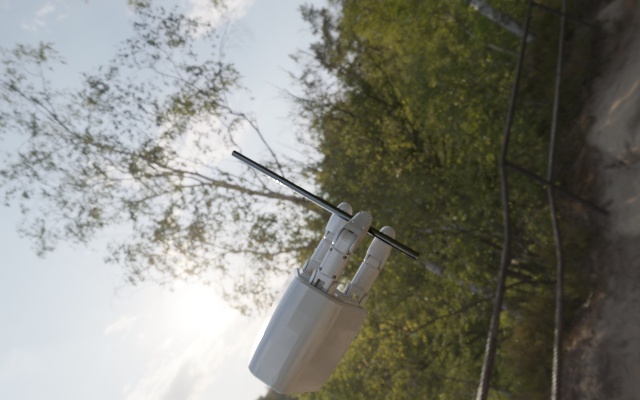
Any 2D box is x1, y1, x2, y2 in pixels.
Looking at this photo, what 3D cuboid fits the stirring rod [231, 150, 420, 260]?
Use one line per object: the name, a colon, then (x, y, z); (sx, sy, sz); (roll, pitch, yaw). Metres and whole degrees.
stirring rod: (0.000, 0.002, 0.526); (0.239, 0.011, 0.011); (29, 8, 14)
